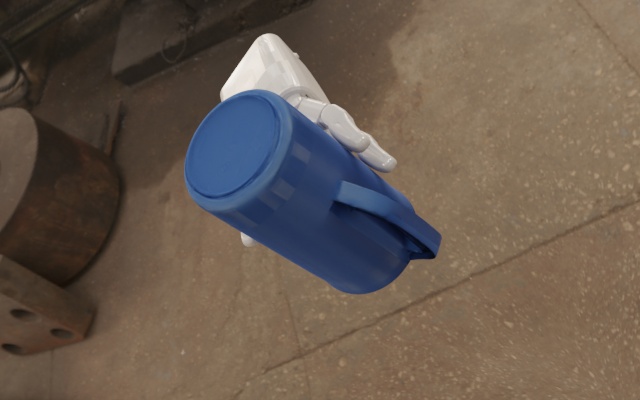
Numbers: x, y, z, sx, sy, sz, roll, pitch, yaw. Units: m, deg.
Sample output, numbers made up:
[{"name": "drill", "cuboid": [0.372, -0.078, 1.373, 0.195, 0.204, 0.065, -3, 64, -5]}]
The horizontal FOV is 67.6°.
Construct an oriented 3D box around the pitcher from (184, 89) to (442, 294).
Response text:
[{"name": "pitcher", "cuboid": [0.000, 0.001, 0.456, 0.149, 0.145, 0.243, -34, -36, 16]}]
